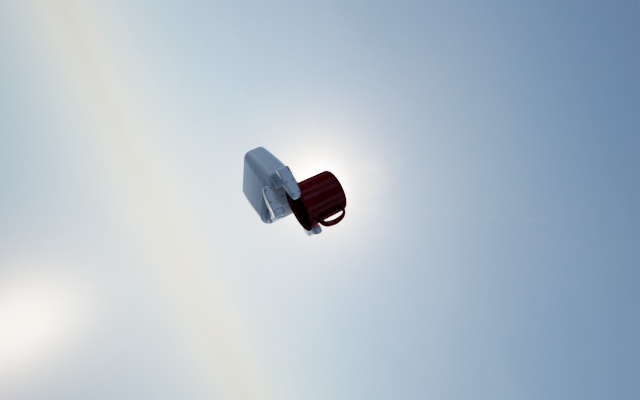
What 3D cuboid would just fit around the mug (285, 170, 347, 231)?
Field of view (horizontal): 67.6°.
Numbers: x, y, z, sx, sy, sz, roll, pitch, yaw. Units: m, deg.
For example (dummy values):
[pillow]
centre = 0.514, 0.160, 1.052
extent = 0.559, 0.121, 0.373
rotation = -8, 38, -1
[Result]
[mug]
centre = 0.001, 0.003, 0.852
extent = 0.081, 0.093, 0.117
rotation = -26, 45, -19
